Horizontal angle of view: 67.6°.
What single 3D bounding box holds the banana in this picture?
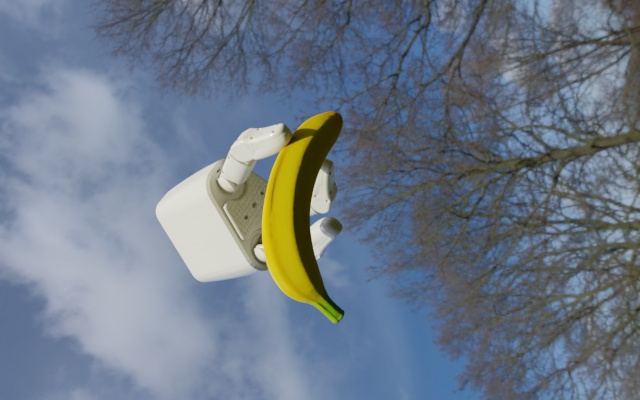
[{"bbox_3d":[-0.014,-0.002,0.395,0.070,0.197,0.037,24,-34,-35],"label":"banana"}]
